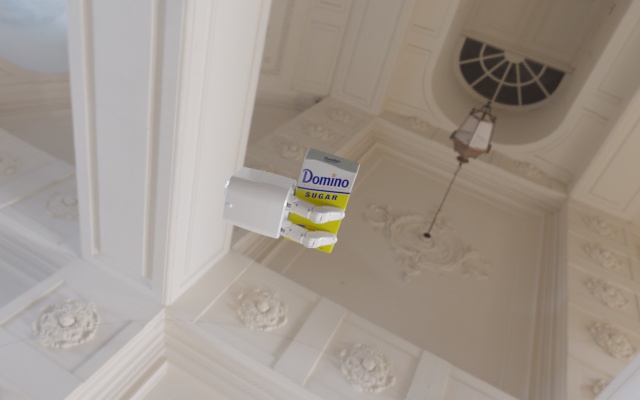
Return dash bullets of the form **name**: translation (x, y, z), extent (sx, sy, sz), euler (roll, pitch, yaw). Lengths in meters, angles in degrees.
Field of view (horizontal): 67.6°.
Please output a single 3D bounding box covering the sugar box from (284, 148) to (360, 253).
- **sugar box**: translation (0.000, 0.003, 0.846), extent (0.093, 0.176, 0.048), euler (17, 34, 3)
